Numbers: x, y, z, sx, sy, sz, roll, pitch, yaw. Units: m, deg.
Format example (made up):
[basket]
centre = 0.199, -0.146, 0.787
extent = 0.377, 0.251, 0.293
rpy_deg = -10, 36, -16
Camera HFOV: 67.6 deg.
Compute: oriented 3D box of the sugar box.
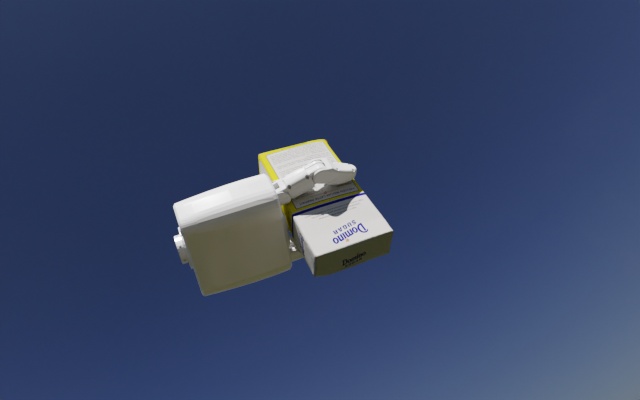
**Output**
[sugar box]
centre = 0.000, 0.002, 0.557
extent = 0.093, 0.048, 0.176
rpy_deg = -16, 50, -18
